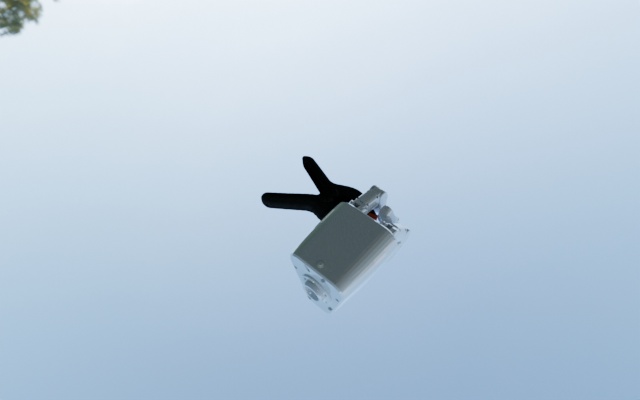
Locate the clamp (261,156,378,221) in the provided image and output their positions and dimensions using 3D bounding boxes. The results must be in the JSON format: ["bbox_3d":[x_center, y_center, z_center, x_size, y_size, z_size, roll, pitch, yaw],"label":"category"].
[{"bbox_3d":[0.000,0.003,0.709,0.171,0.039,0.120,33,59,28],"label":"clamp"}]
